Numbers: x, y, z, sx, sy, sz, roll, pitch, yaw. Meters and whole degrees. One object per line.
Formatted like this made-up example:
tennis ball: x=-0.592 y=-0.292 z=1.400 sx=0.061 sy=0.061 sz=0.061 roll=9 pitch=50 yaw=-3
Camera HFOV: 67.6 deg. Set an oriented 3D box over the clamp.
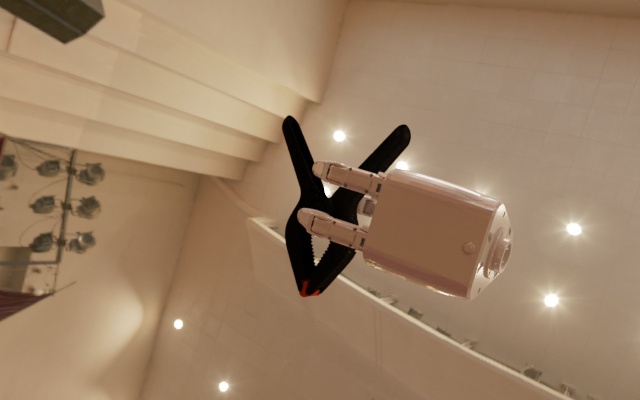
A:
clamp: x=0.001 y=0.002 z=0.542 sx=0.164 sy=0.210 sz=0.036 roll=20 pitch=5 yaw=34
